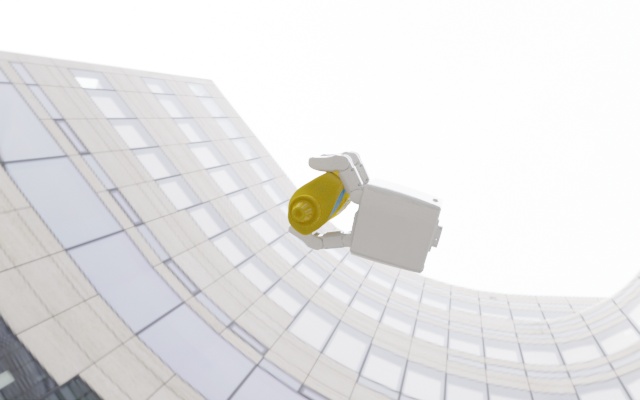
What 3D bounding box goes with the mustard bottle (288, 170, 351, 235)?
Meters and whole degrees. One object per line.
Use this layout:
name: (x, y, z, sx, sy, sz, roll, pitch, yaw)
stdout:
mustard bottle: (0.000, 0.002, 0.679, 0.058, 0.096, 0.191, 40, 18, 6)
